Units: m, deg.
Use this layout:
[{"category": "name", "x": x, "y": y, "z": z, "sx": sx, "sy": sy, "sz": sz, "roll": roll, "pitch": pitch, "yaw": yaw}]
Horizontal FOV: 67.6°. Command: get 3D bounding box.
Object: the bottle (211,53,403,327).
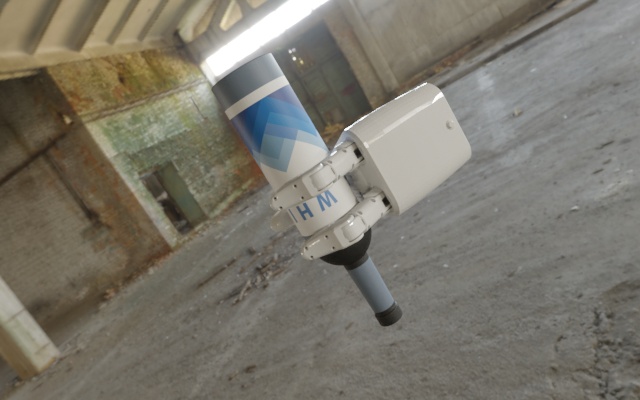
[{"category": "bottle", "x": 0.000, "y": 0.001, "z": 0.478, "sx": 0.069, "sy": 0.296, "sz": 0.069, "roll": -30, "pitch": 11, "yaw": 6}]
